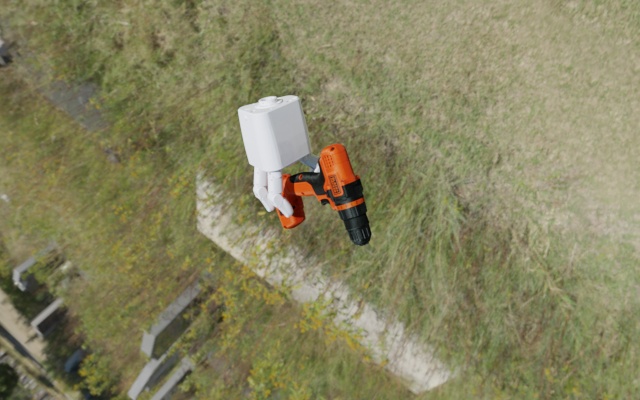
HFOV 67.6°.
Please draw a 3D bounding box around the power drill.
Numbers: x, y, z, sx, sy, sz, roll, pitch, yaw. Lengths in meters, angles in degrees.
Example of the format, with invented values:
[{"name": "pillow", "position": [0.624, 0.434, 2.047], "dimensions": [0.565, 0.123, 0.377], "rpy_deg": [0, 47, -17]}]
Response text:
[{"name": "power drill", "position": [0.000, 0.003, 0.879], "dimensions": [0.187, 0.184, 0.057], "rpy_deg": [-14, 5, 42]}]
